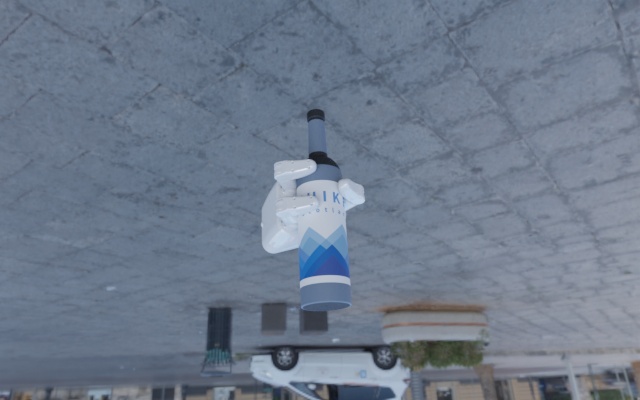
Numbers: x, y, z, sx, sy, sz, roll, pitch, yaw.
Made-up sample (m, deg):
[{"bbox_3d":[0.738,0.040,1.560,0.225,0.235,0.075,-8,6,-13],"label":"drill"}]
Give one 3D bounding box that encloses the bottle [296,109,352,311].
[{"bbox_3d":[0.000,0.002,0.675,0.069,0.295,0.069,-3,-23,-1],"label":"bottle"}]
